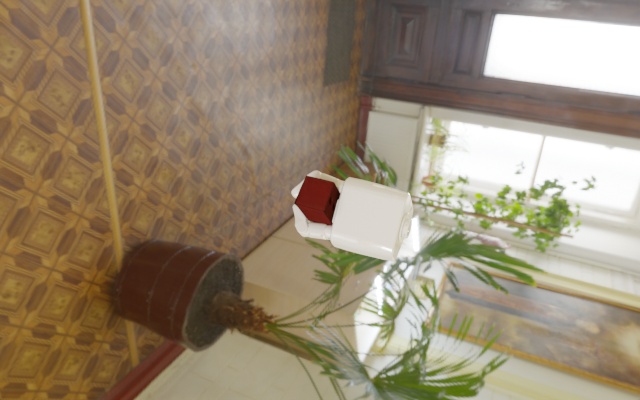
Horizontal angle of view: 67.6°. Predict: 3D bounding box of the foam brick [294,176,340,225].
[{"bbox_3d":[0.000,0.002,0.774,0.051,0.053,0.078,15,-17,21],"label":"foam brick"}]
